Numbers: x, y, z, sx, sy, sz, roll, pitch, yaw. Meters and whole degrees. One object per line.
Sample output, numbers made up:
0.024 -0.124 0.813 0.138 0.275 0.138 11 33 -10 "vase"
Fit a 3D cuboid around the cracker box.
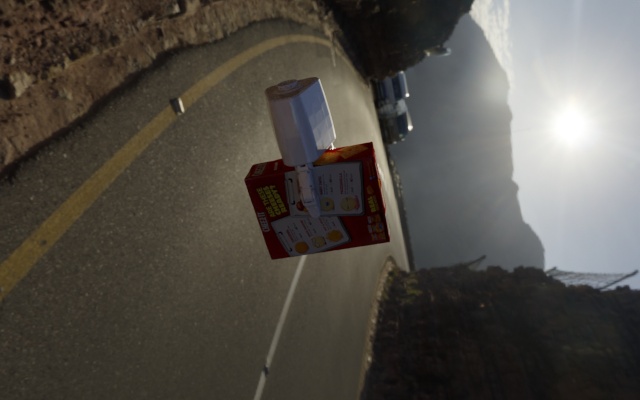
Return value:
0.000 0.003 0.814 0.214 0.164 0.072 -10 26 11 "cracker box"
